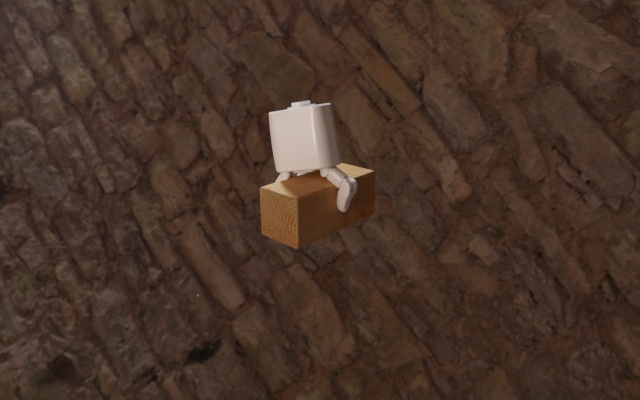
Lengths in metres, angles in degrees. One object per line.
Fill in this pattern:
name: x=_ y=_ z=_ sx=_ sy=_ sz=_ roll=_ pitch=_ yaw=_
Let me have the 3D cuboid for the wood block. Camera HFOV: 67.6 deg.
wood block: x=0.000 y=0.002 z=0.852 sx=0.091 sy=0.090 sz=0.206 roll=18 pitch=27 yaw=40
